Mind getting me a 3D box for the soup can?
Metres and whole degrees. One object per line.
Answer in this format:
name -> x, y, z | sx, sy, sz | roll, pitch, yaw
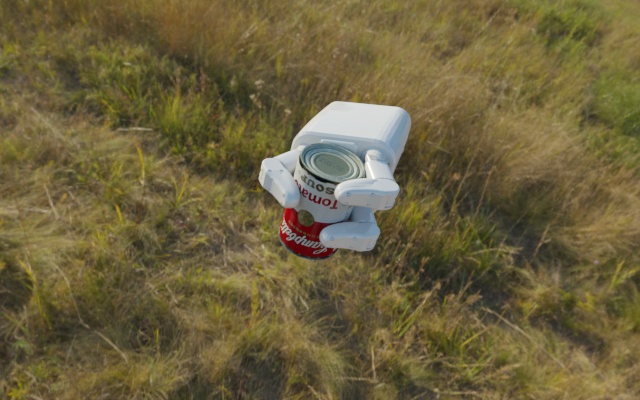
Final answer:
soup can -> 0.000, 0.002, 0.486 | 0.068, 0.102, 0.068 | 11, 37, -9
